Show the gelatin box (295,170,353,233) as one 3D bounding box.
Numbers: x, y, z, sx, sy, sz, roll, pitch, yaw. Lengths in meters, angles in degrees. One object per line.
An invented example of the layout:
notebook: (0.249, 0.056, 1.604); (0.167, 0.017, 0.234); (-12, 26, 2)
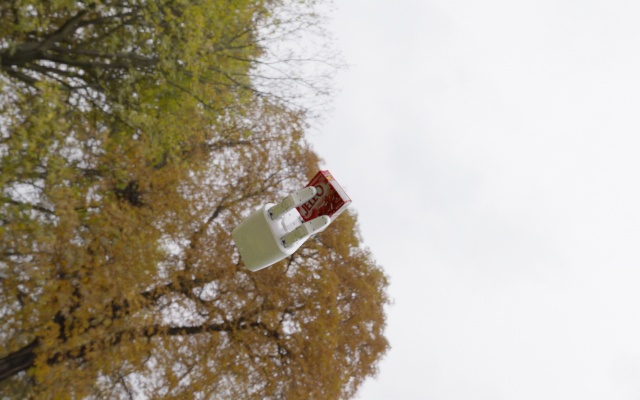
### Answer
gelatin box: (0.001, 0.002, 0.823); (0.089, 0.073, 0.030); (-46, -18, 28)
